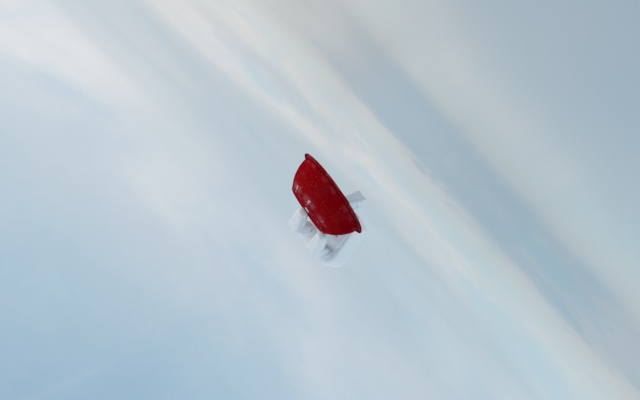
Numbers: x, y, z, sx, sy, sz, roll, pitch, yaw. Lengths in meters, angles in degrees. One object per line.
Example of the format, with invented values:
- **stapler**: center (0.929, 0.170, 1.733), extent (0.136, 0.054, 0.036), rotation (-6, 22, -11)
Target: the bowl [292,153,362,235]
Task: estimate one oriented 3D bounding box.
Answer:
- **bowl**: center (-0.001, 0.002, 0.792), extent (0.055, 0.162, 0.162), rotation (-35, 5, -7)
